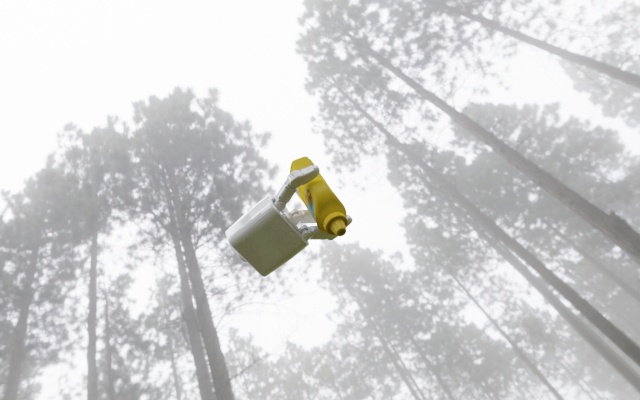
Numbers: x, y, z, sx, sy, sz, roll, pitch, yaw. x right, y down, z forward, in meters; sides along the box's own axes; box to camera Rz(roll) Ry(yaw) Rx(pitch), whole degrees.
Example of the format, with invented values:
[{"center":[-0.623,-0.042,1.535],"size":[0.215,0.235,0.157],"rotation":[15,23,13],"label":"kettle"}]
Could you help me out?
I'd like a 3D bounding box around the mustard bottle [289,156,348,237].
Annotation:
[{"center":[0.000,0.003,0.862],"size":[0.058,0.096,0.191],"rotation":[-20,38,-11],"label":"mustard bottle"}]
